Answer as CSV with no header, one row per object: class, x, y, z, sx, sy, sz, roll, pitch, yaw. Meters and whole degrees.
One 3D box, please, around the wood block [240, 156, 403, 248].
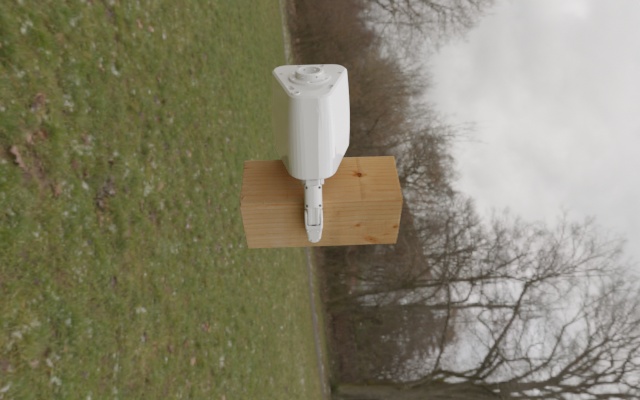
wood block,0.000,0.002,0.657,0.206,0.090,0.090,-2,-43,-1
